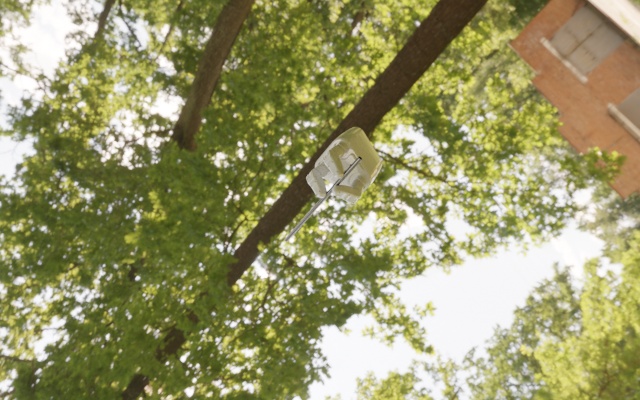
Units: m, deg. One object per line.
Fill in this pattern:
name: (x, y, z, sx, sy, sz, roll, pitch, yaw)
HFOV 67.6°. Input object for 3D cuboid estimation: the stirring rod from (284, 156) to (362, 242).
stirring rod: (0.000, 0.003, 0.889, 0.011, 0.011, 0.240, 0, -39, -48)
